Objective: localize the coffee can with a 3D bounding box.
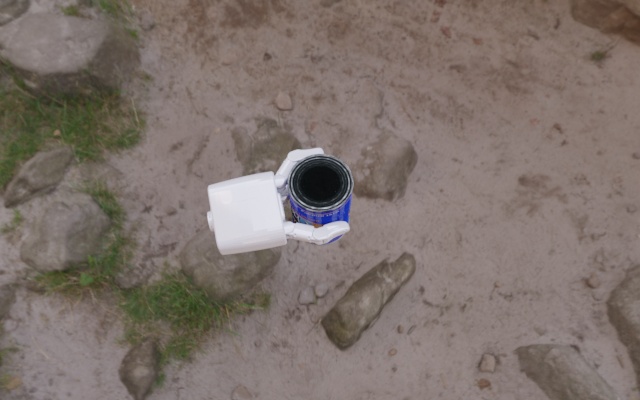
[{"bbox_3d":[0.000,0.003,0.794,0.103,0.102,0.140,0,-27,0],"label":"coffee can"}]
